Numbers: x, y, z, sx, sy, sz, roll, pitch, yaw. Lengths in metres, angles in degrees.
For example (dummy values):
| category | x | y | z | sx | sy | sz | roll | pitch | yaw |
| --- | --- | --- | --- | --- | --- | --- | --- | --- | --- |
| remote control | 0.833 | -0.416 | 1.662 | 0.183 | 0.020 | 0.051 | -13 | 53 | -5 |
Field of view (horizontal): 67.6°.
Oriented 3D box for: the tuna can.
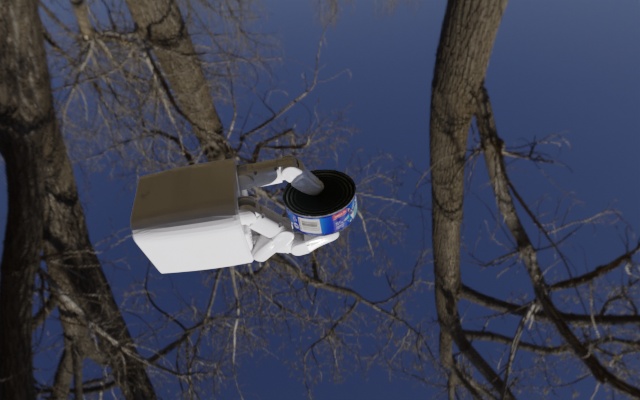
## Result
| category | x | y | z | sx | sy | sz | roll | pitch | yaw |
| --- | --- | --- | --- | --- | --- | --- | --- | --- | --- |
| tuna can | 0.000 | 0.002 | 0.560 | 0.086 | 0.034 | 0.086 | -6 | 39 | 5 |
